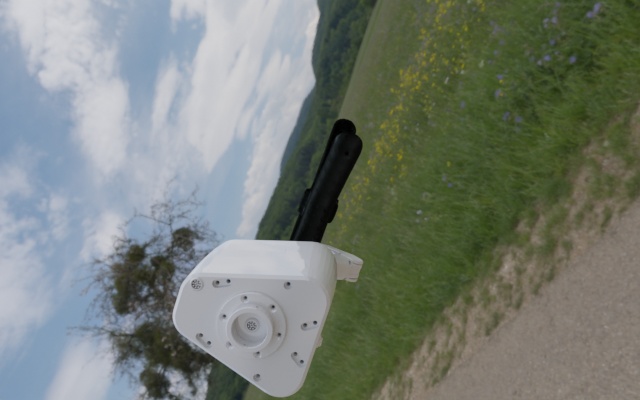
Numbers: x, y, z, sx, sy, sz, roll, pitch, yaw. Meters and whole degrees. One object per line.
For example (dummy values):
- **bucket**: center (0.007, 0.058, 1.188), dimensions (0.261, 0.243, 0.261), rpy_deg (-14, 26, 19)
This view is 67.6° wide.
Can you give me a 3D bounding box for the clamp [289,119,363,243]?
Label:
- **clamp**: center (-0.001, 0.001, 0.459), dimensions (0.039, 0.171, 0.120), rpy_deg (19, 7, 1)
